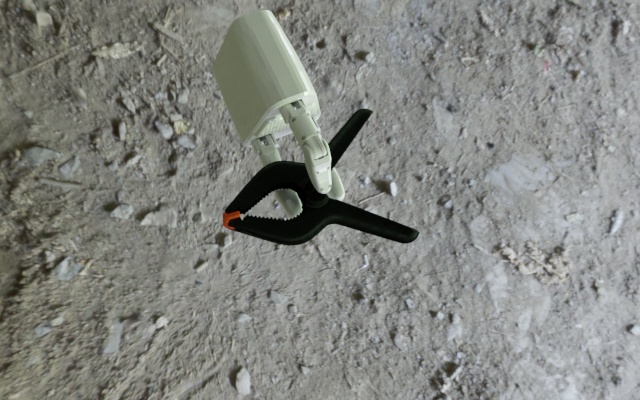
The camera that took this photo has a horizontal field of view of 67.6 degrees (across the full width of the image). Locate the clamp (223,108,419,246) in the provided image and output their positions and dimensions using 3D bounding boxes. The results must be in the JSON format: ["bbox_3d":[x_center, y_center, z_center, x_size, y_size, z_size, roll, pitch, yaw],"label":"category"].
[{"bbox_3d":[0.000,0.001,0.522,0.210,0.164,0.036,-23,-10,-16],"label":"clamp"}]
